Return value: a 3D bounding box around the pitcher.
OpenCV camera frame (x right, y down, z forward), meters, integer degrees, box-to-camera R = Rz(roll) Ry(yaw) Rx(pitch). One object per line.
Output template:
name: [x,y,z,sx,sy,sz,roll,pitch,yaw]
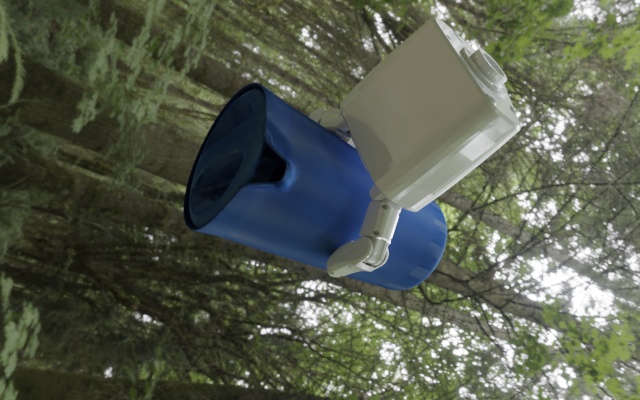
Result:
pitcher: [0.000,0.001,0.465,0.243,0.149,0.145,26,-52,-32]
